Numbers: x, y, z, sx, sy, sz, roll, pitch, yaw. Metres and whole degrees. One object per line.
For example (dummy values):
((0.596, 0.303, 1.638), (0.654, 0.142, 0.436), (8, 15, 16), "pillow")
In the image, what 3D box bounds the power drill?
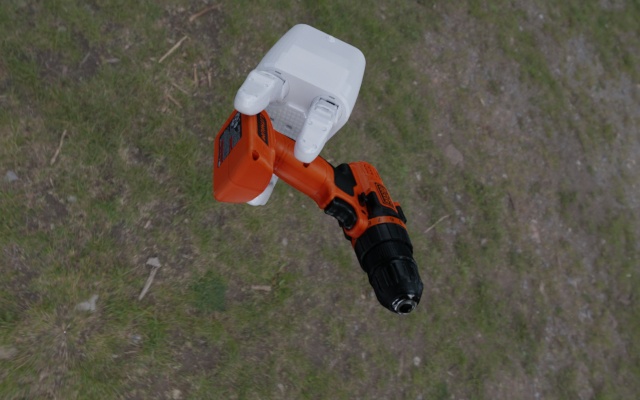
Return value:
((0.000, 0.001, 0.415), (0.188, 0.057, 0.184), (29, 26, -30), "power drill")
